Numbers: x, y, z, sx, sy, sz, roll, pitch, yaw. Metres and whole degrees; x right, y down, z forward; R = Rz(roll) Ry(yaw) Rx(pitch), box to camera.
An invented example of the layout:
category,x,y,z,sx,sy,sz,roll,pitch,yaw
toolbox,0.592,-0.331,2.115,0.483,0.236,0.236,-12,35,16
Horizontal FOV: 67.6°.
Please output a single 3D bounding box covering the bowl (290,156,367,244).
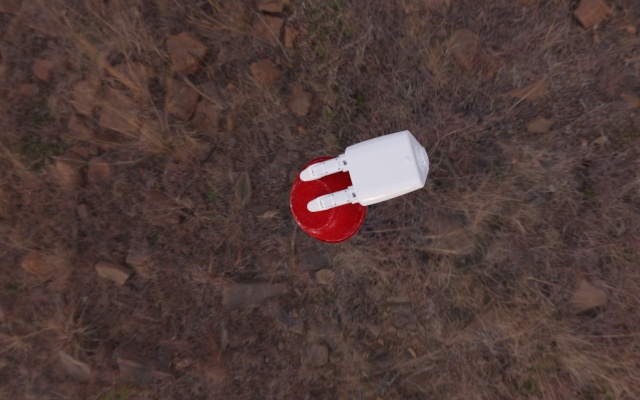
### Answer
category,x,y,z,sx,sy,sz,roll,pitch,yaw
bowl,-0.001,0.003,0.855,0.162,0.162,0.055,0,7,34
